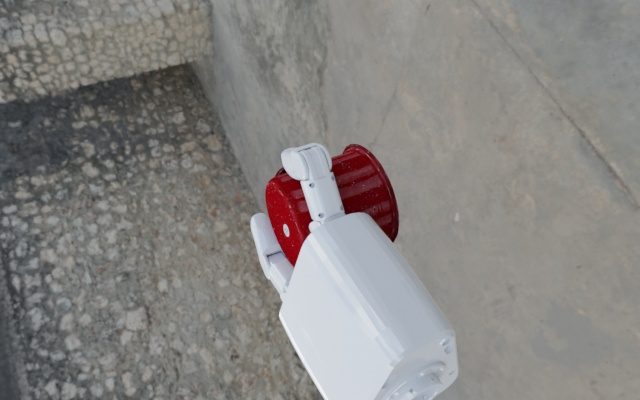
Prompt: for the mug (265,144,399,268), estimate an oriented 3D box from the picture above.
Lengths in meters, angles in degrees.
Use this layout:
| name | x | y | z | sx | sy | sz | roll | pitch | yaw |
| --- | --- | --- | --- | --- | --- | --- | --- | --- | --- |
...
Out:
| name | x | y | z | sx | sy | sz | roll | pitch | yaw |
| --- | --- | --- | --- | --- | --- | --- | --- | --- | --- |
| mug | -0.001 | 0.000 | 0.406 | 0.081 | 0.093 | 0.117 | -20 | 48 | -20 |
